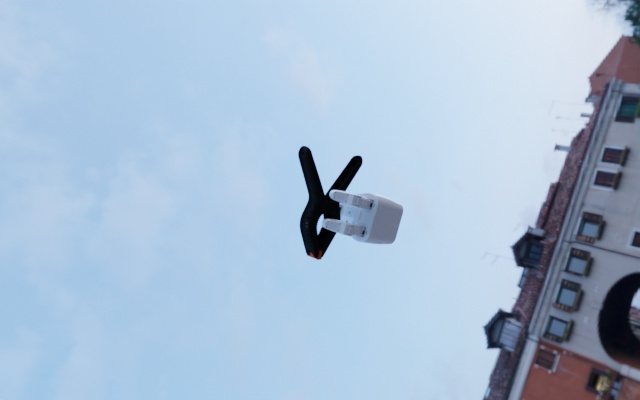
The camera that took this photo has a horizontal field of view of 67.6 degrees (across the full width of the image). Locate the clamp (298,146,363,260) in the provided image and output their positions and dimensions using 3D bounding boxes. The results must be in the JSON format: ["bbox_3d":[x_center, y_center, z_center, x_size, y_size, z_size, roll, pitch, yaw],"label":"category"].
[{"bbox_3d":[0.000,0.003,0.872,0.036,0.210,0.164,16,2,42],"label":"clamp"}]
